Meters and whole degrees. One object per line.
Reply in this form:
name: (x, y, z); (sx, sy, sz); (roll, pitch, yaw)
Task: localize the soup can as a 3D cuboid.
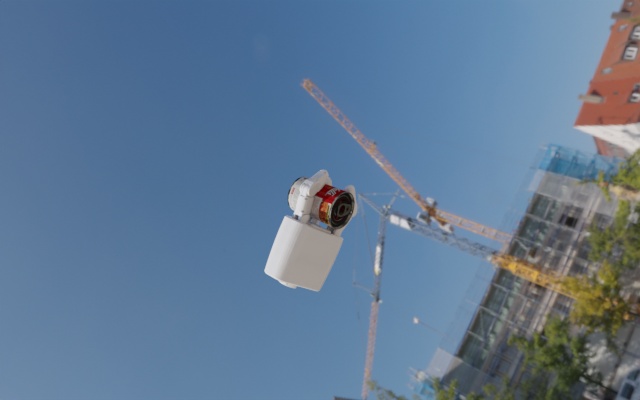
soup can: (0.000, 0.002, 0.846); (0.102, 0.068, 0.068); (22, 13, 36)
